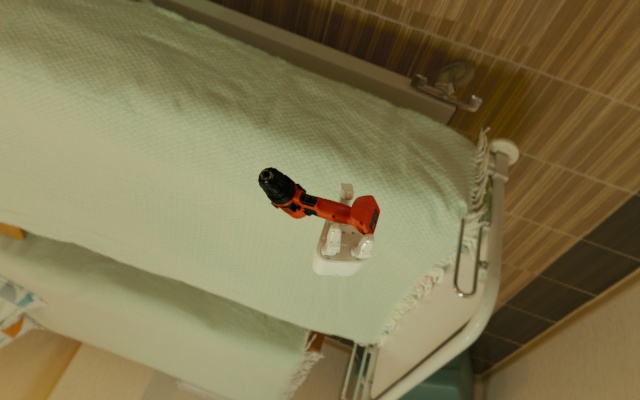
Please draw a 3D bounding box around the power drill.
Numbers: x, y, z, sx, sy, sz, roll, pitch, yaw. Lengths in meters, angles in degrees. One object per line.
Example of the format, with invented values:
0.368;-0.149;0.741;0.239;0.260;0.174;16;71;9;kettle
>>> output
0.001;0.003;0.809;0.187;0.057;0.184;15;-11;20;power drill
